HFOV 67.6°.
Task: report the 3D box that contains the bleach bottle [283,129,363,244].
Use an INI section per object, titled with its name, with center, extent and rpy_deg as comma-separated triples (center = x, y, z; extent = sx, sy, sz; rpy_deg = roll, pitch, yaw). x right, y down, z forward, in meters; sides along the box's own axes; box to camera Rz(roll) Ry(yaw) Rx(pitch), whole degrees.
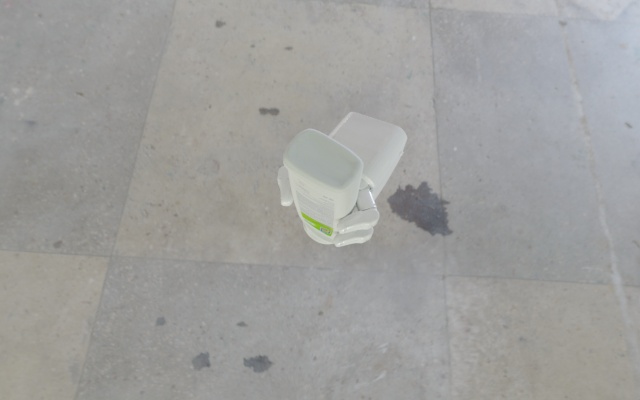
[bleach bottle]
center = 0.000, 0.002, 0.704
extent = 0.102, 0.068, 0.251
rpy_deg = 32, -22, 12
